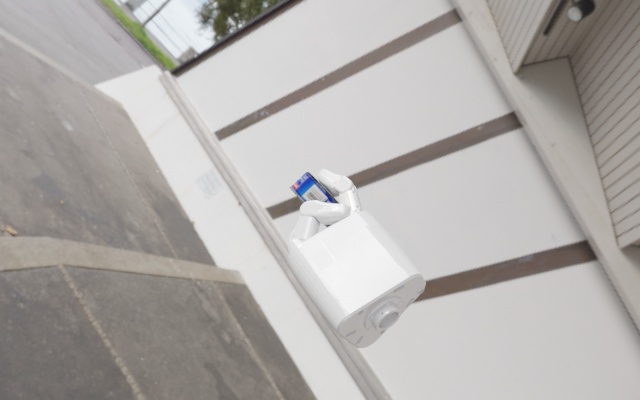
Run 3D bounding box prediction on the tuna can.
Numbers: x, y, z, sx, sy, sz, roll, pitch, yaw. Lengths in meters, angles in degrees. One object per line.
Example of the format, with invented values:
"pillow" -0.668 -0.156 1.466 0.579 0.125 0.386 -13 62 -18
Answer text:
"tuna can" 0.000 0.002 0.635 0.034 0.086 0.086 -44 -1 0
